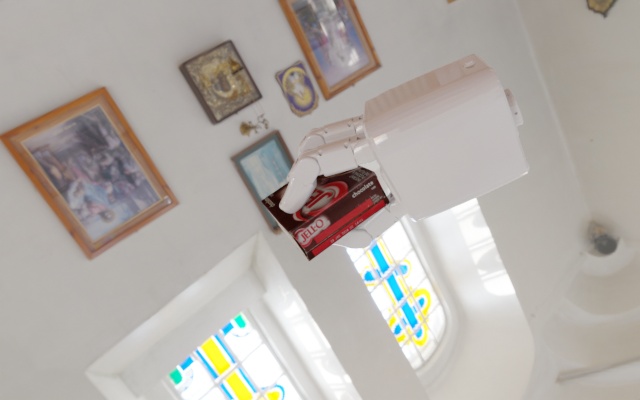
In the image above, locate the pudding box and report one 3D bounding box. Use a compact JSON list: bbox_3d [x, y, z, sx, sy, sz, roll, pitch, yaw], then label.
[{"bbox_3d":[0.000,0.002,0.452,0.090,0.039,0.113,-34,20,-9],"label":"pudding box"}]
